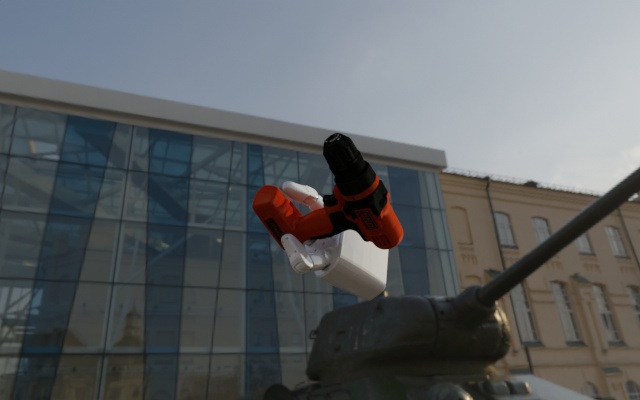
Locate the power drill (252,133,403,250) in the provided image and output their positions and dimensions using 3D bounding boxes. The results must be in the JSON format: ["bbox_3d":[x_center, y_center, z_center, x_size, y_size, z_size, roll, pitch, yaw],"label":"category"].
[{"bbox_3d":[0.000,0.002,0.654,0.187,0.184,0.057,-10,35,34],"label":"power drill"}]
